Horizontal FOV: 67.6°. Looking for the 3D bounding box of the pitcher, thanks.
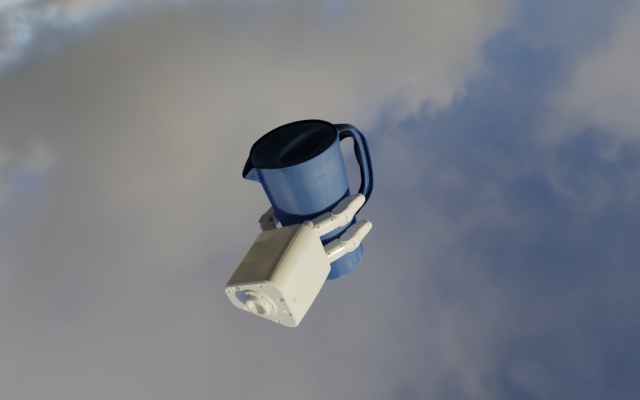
[{"bbox_3d":[0.000,0.003,0.743,0.149,0.243,0.145,2,40,28],"label":"pitcher"}]
